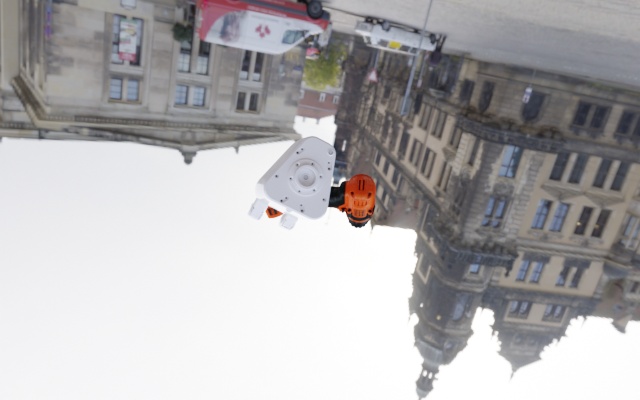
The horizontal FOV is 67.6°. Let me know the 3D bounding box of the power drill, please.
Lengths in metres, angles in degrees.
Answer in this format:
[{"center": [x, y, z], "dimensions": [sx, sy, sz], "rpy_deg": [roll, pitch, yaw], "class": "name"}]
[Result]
[{"center": [0.000, 0.003, 0.817], "dimensions": [0.187, 0.057, 0.184], "rpy_deg": [2, -22, 3], "class": "power drill"}]
